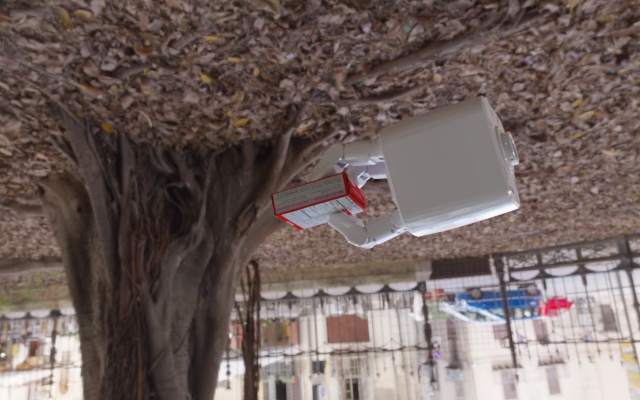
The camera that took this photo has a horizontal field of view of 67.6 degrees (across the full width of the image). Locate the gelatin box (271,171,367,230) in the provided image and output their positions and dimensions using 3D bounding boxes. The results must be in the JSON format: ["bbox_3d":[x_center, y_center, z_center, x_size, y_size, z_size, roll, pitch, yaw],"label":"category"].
[{"bbox_3d":[0.000,0.002,0.537,0.089,0.030,0.073,-17,-20,15],"label":"gelatin box"}]
